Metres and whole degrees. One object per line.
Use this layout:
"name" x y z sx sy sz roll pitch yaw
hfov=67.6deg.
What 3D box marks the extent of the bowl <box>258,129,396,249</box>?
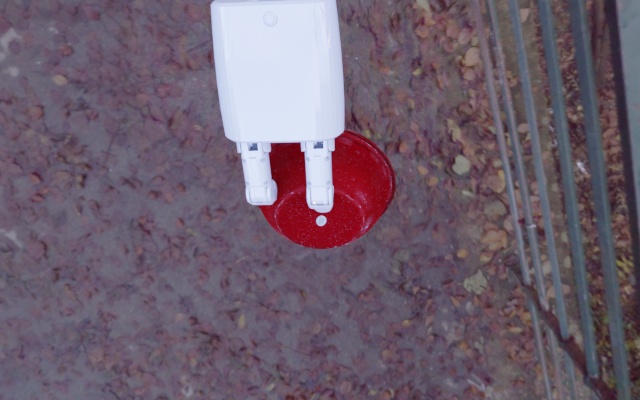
"bowl" 0.000 0.003 0.507 0.162 0.162 0.055 0 44 4
